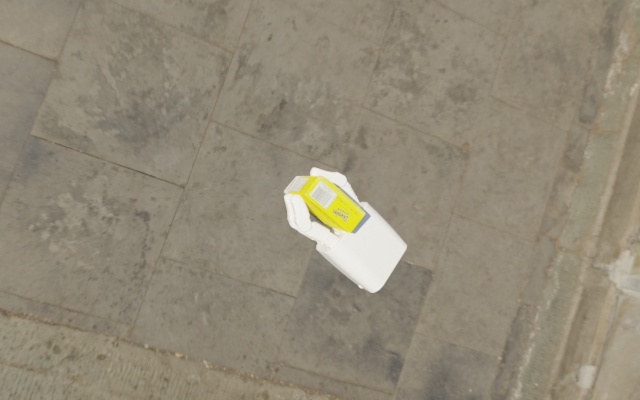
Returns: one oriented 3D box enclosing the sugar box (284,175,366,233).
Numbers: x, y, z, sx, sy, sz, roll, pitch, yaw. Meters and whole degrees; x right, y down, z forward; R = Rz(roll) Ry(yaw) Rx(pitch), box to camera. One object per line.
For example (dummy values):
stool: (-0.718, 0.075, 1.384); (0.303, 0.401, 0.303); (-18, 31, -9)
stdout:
sugar box: (0.000, 0.003, 0.782); (0.093, 0.048, 0.176); (41, -10, -12)
